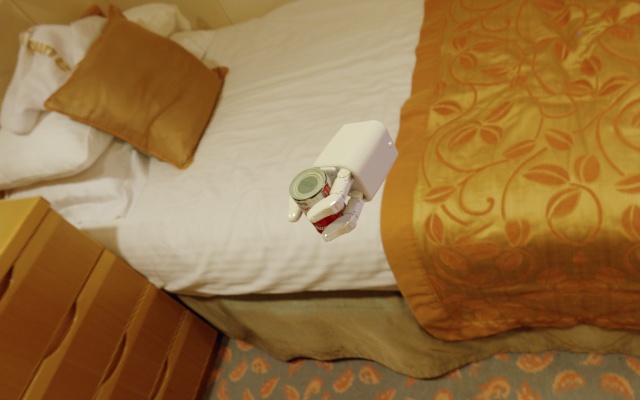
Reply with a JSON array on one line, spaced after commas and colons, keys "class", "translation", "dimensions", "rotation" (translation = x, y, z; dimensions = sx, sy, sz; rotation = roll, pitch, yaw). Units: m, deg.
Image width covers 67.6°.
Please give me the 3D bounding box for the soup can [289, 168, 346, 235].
[{"class": "soup can", "translation": [0.000, 0.003, 0.789], "dimensions": [0.068, 0.068, 0.102], "rotation": [0, -36, 31]}]
